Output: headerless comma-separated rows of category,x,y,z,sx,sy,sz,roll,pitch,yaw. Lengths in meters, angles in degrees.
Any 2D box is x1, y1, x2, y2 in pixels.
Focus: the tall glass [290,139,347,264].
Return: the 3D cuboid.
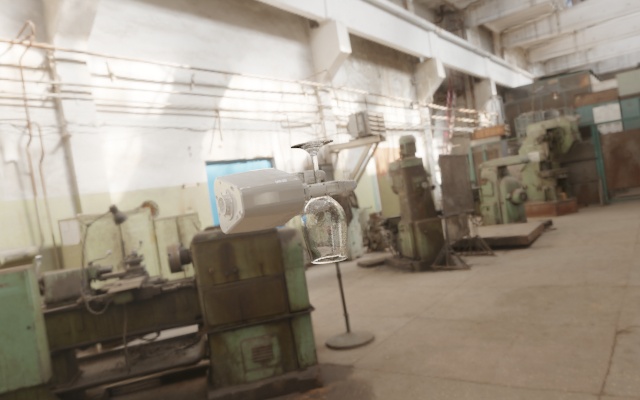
tall glass,0.000,0.002,0.806,0.079,0.201,0.079,-9,1,0
